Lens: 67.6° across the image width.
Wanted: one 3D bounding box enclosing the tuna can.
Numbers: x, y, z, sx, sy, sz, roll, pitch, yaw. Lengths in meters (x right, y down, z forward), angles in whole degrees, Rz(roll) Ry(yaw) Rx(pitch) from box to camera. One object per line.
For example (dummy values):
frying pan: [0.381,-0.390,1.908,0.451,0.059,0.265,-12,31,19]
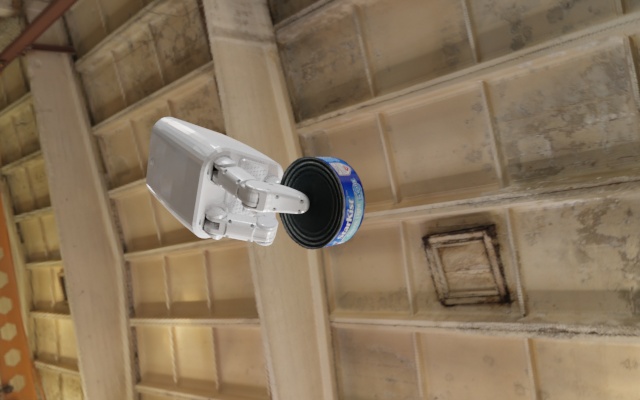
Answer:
tuna can: [0.001,0.001,0.449,0.086,0.086,0.034,0,4,44]
